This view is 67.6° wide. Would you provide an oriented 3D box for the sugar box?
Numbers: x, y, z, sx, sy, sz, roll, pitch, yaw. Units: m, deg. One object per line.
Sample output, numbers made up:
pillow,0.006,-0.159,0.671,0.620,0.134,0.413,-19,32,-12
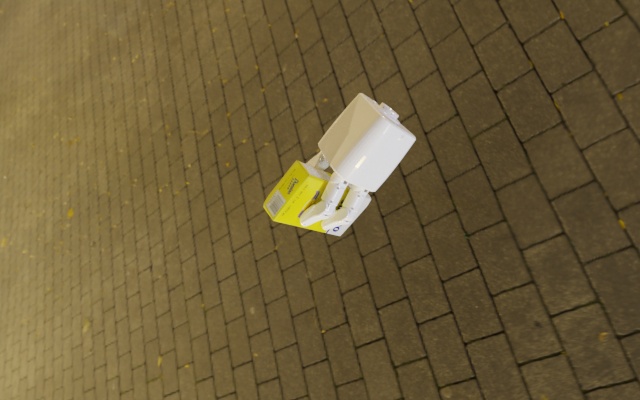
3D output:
sugar box,0.000,0.003,0.773,0.176,0.093,0.048,18,28,-48
